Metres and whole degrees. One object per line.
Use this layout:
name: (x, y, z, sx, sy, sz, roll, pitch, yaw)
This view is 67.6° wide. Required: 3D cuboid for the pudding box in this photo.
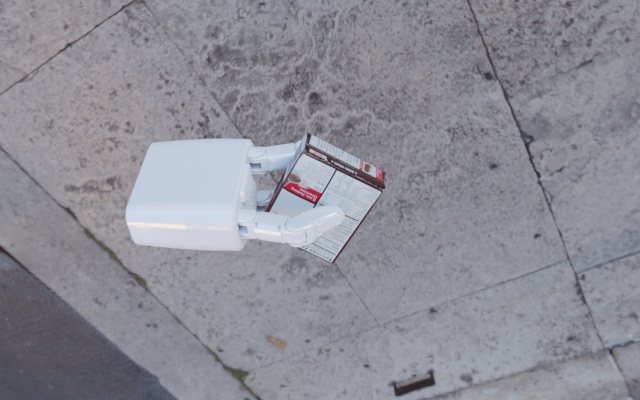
pudding box: (0.000, 0.002, 0.481, 0.090, 0.113, 0.039, 25, 35, -10)
